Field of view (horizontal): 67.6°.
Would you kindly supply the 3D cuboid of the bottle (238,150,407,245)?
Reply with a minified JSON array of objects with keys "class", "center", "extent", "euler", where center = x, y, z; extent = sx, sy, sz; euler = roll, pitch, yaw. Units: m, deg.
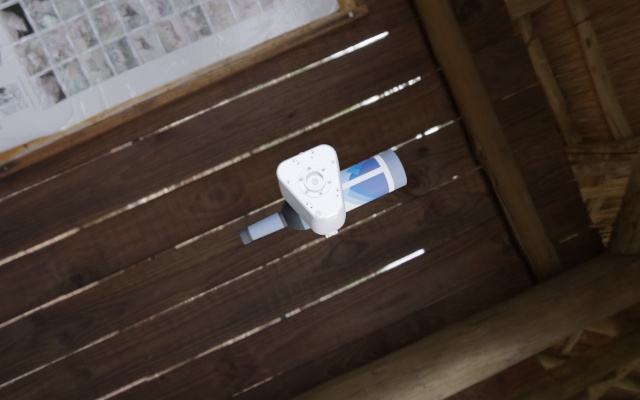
[{"class":"bottle","center":[0.000,0.003,0.817],"extent":[0.295,0.069,0.069],"euler":[-24,2,-4]}]
